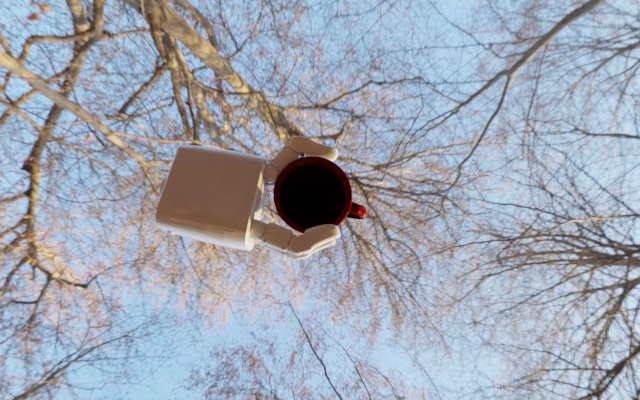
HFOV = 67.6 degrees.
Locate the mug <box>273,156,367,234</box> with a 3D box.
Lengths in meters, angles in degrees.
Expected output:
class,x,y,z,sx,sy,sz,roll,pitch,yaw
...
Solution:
class,x,y,z,sx,sy,sz,roll,pitch,yaw
mug,0.002,0.002,0.598,0.117,0.093,0.081,13,-9,-2
